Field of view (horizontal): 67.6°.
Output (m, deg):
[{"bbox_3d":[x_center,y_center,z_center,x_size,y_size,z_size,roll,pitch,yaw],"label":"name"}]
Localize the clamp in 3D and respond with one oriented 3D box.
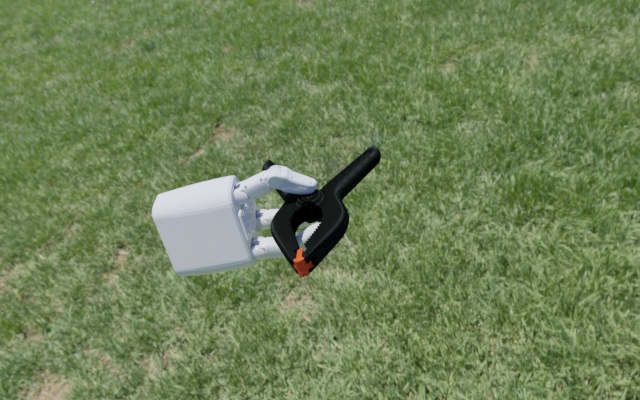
[{"bbox_3d":[0.000,0.002,0.586,0.164,0.036,0.209,-11,39,9],"label":"clamp"}]
